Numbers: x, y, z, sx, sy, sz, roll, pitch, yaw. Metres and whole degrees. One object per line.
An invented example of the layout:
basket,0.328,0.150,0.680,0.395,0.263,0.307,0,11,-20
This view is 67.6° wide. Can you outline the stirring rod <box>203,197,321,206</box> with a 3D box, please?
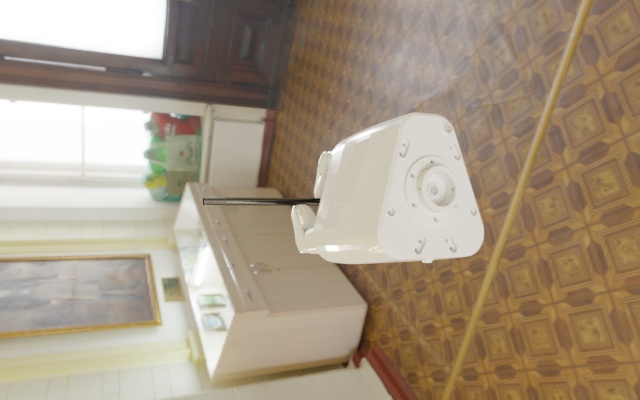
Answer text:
stirring rod,0.000,0.002,0.497,0.239,0.011,0.011,0,0,-24
